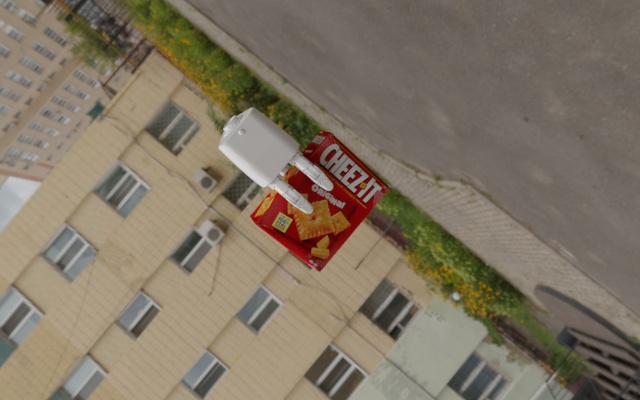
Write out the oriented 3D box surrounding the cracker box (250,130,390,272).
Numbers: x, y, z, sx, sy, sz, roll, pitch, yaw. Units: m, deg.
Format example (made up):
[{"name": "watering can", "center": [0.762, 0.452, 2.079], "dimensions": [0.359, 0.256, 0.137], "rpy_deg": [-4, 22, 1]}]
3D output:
[{"name": "cracker box", "center": [0.000, 0.003, 0.896], "dimensions": [0.164, 0.213, 0.072], "rpy_deg": [40, -1, -21]}]
